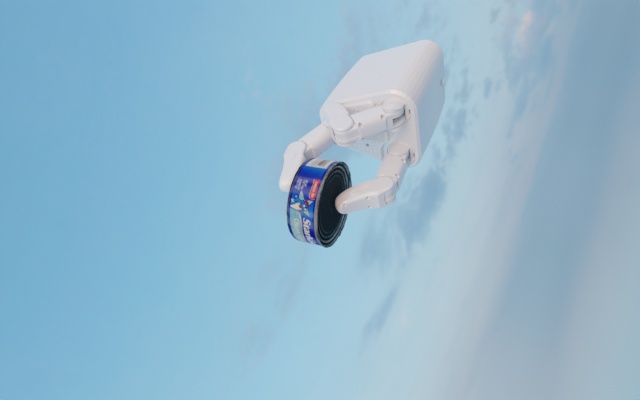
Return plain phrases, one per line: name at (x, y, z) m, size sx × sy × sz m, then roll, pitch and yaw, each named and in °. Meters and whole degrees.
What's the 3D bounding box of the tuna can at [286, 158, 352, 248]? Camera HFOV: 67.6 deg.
tuna can at (0.000, 0.001, 0.472) m, size 0.034 × 0.086 × 0.086 m, roll 11°, pitch 4°, yaw 23°
